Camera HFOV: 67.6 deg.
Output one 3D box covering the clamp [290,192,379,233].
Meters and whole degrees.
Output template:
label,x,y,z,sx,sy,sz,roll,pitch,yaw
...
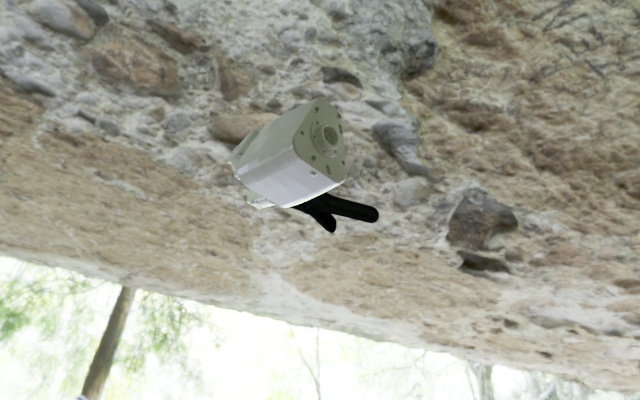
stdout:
label,x,y,z,sx,sy,sz,roll,pitch,yaw
clamp,0.000,0.002,0.703,0.171,0.039,0.120,29,-32,-36
